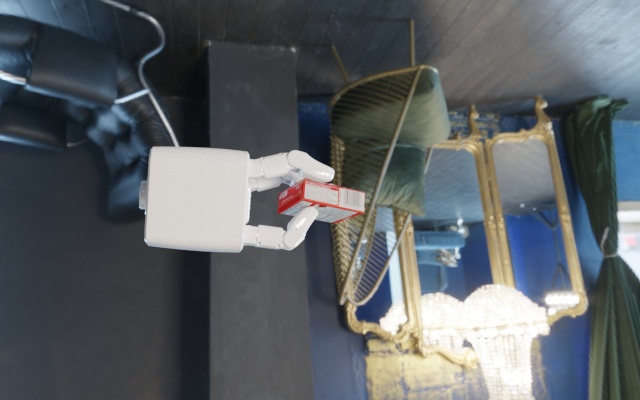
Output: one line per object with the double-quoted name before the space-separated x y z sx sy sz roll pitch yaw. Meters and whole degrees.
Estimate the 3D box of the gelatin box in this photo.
"gelatin box" 0.000 0.002 0.603 0.089 0.030 0.073 12 -19 -25
